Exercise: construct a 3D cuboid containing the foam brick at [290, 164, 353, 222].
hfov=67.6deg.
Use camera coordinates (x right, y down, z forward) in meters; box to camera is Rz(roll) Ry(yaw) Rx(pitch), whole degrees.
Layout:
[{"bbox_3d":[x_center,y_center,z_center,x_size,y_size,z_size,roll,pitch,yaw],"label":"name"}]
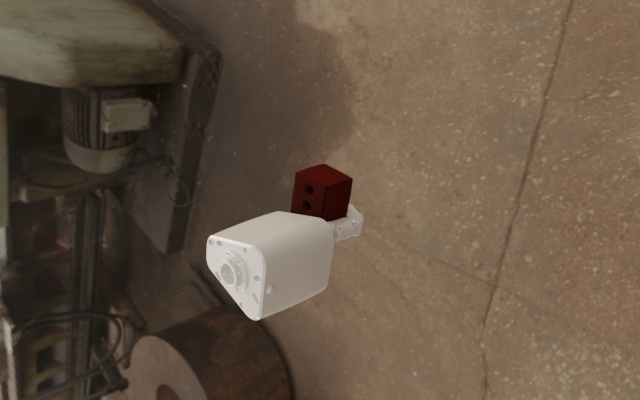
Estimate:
[{"bbox_3d":[0.000,0.002,0.597,0.053,0.078,0.051,28,31,36],"label":"foam brick"}]
